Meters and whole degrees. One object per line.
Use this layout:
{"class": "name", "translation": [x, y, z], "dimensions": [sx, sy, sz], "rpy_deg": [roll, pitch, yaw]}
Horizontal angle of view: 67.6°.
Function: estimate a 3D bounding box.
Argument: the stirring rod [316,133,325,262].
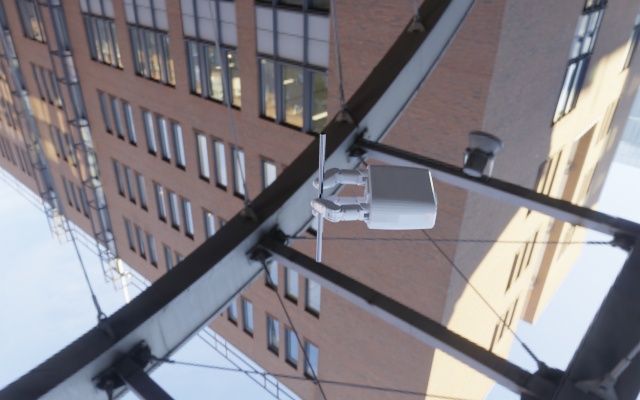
{"class": "stirring rod", "translation": [0.000, 0.003, 0.793], "dimensions": [0.011, 0.240, 0.011], "rpy_deg": [1, 29, -1]}
